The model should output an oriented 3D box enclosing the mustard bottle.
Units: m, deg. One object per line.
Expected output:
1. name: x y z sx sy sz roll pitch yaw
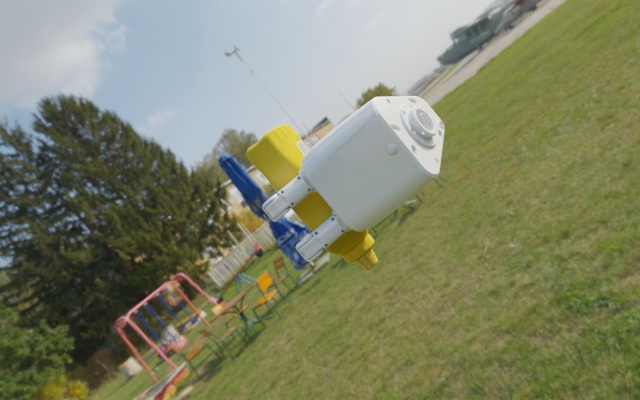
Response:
1. mustard bottle: 0.000 0.002 0.551 0.058 0.191 0.096 -39 2 14
